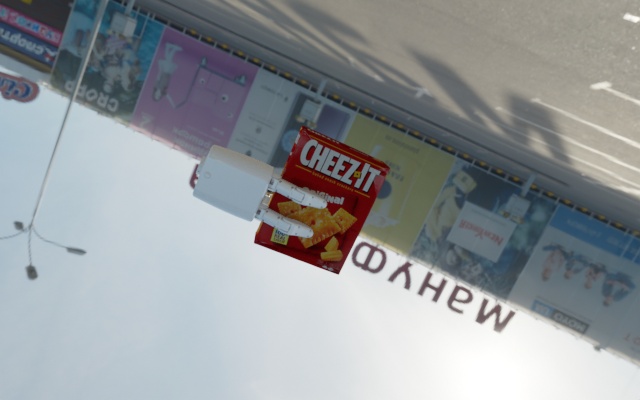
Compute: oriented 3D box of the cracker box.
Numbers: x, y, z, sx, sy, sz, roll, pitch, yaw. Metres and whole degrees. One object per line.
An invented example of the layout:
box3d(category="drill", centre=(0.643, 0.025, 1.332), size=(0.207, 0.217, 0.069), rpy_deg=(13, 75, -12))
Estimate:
box3d(category="cracker box", centre=(0.000, 0.003, 0.829), size=(0.164, 0.214, 0.072), rpy_deg=(23, 11, -10))
